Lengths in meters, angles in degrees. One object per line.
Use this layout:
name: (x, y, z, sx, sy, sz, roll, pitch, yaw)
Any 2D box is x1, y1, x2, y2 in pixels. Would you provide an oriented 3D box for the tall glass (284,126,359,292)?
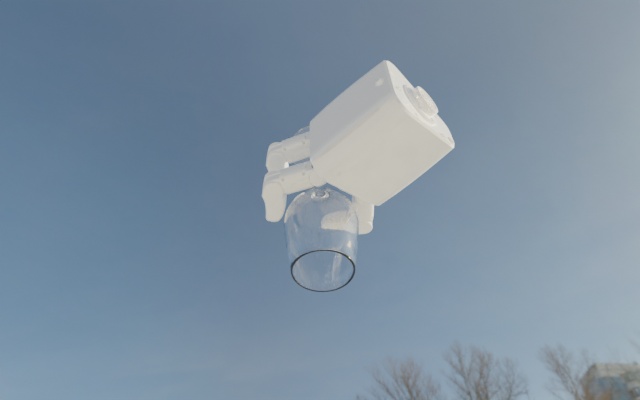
tall glass: (0.000, 0.001, 0.525, 0.079, 0.079, 0.200, 0, 42, -2)
